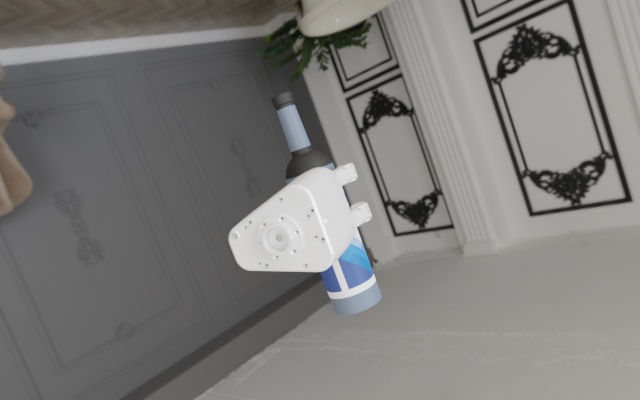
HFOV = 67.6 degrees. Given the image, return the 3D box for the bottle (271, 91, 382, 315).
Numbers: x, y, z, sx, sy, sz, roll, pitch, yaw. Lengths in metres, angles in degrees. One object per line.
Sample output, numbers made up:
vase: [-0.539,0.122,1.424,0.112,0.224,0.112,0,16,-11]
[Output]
bottle: [0.000,0.002,0.627,0.069,0.296,0.069,-20,6,2]
